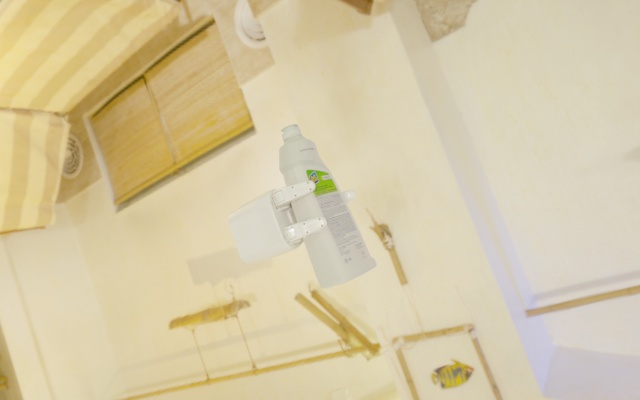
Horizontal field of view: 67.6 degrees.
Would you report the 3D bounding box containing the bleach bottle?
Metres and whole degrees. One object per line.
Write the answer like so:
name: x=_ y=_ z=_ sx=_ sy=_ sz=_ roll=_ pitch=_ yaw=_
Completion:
bleach bottle: x=0.000 y=0.002 z=0.739 sx=0.068 sy=0.251 sz=0.102 roll=-24 pitch=-6 yaw=36
